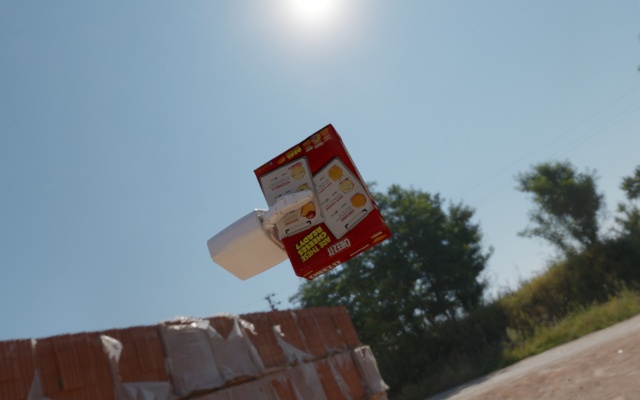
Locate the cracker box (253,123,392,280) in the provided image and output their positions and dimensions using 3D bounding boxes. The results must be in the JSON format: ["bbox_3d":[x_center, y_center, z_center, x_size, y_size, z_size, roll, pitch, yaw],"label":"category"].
[{"bbox_3d":[0.000,0.002,0.812,0.164,0.213,0.072,-30,-24,11],"label":"cracker box"}]
